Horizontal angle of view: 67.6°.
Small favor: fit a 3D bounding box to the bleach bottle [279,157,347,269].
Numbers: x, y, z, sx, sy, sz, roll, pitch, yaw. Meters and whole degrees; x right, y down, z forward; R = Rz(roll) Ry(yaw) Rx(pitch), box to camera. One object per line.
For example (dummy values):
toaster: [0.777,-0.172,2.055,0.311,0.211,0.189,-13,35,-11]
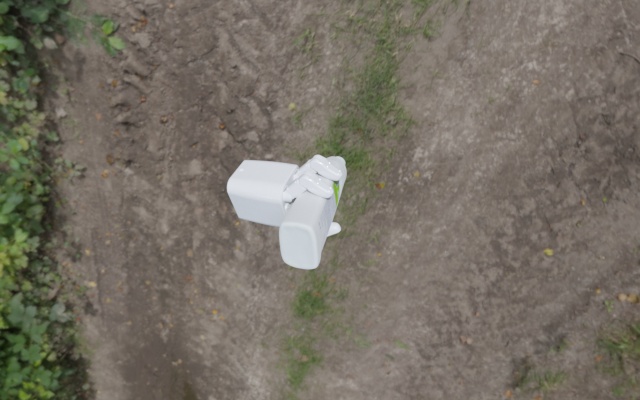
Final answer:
bleach bottle: [0.000,0.003,0.864,0.068,0.103,0.250,8,37,15]
